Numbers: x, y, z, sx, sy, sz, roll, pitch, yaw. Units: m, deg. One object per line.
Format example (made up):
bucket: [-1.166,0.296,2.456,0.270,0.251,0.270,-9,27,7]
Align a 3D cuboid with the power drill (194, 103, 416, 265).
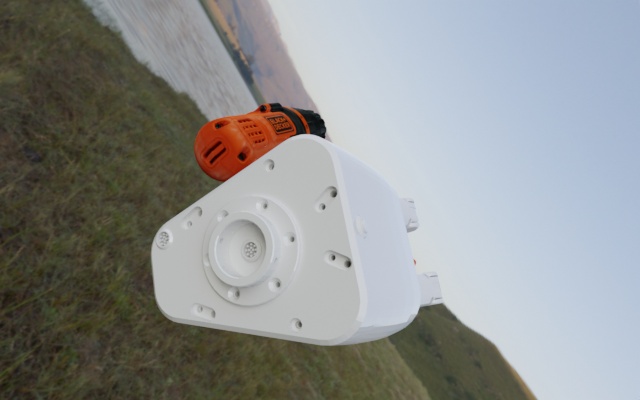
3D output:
power drill: [0.000,0.002,0.403,0.057,0.187,0.184,-40,-3,26]
